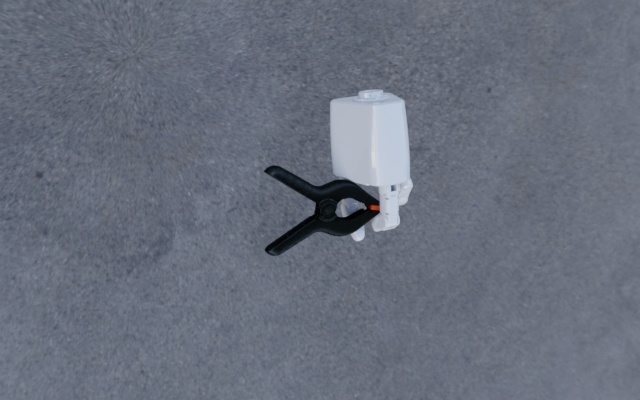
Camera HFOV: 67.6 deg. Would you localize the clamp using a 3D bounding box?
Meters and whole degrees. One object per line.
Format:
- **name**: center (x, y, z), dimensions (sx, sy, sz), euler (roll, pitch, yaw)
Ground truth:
- **clamp**: center (0.000, 0.002, 0.649), dimensions (0.171, 0.120, 0.039), euler (-12, 20, -18)
